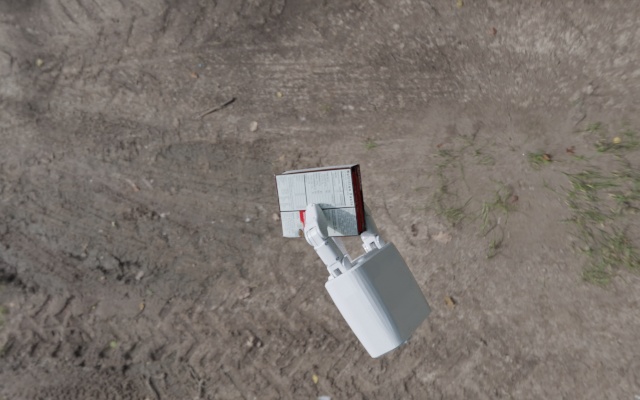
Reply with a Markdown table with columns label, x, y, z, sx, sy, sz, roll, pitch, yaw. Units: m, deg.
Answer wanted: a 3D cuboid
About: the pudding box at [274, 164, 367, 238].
| label | x | y | z | sx | sy | sz | roll | pitch | yaw |
| --- | --- | --- | --- | --- | --- | --- | --- | --- | --- |
| pudding box | 0.000 | 0.002 | 0.626 | 0.113 | 0.090 | 0.039 | -4 | 7 | 21 |
